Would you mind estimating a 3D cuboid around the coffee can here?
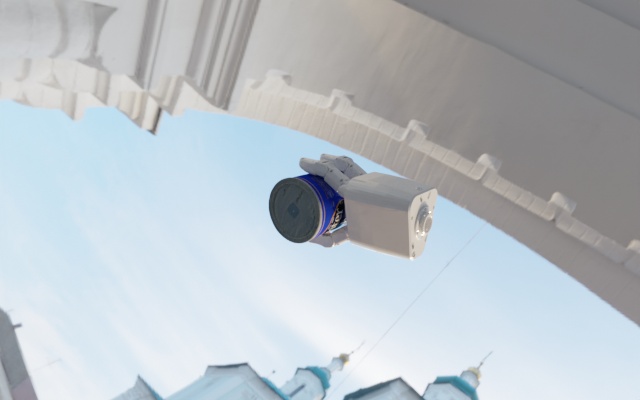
[{"bbox_3d":[0.000,0.003,0.776,0.103,0.103,0.140,0,11,38],"label":"coffee can"}]
